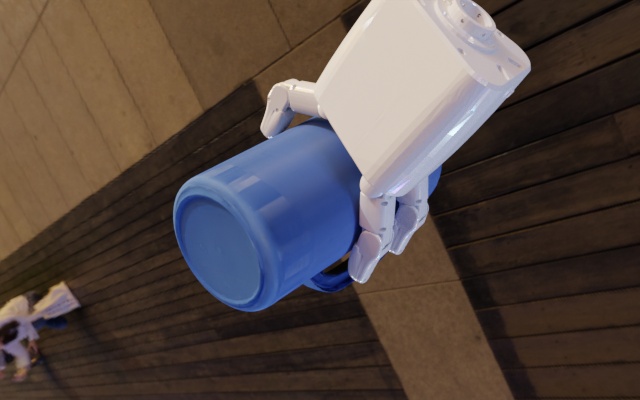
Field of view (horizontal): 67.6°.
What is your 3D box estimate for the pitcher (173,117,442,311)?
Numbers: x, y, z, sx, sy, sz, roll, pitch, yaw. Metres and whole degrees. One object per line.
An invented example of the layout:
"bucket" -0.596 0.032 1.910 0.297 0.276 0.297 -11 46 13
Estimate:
"pitcher" 0.000 0.001 0.426 0.242 0.149 0.145 -32 -13 -45
